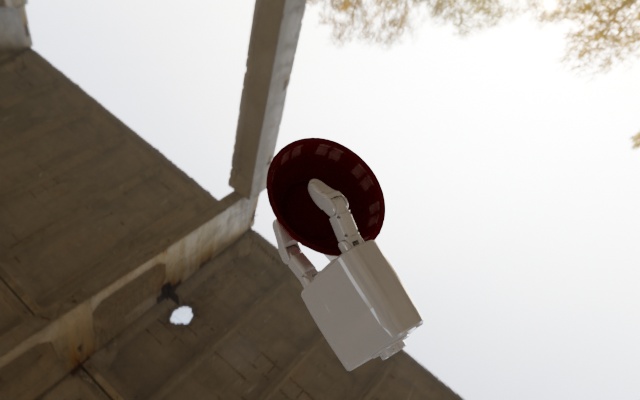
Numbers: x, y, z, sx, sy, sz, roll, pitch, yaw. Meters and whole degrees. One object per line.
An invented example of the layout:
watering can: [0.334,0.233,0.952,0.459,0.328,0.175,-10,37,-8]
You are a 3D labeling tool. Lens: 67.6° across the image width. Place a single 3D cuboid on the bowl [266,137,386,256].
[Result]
bowl: [0.000,0.001,0.608,0.162,0.162,0.055,0,-24,-27]
